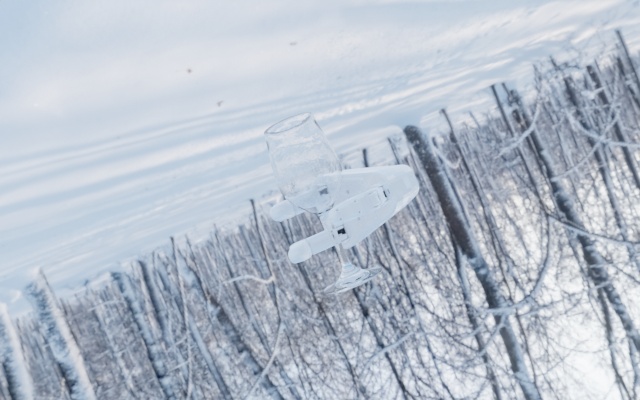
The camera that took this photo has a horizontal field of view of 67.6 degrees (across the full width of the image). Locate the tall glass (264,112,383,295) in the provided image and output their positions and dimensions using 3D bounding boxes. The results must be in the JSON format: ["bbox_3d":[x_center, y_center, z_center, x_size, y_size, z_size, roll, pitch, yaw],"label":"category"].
[{"bbox_3d":[0.000,0.002,0.556,0.079,0.201,0.079,-23,0,0],"label":"tall glass"}]
